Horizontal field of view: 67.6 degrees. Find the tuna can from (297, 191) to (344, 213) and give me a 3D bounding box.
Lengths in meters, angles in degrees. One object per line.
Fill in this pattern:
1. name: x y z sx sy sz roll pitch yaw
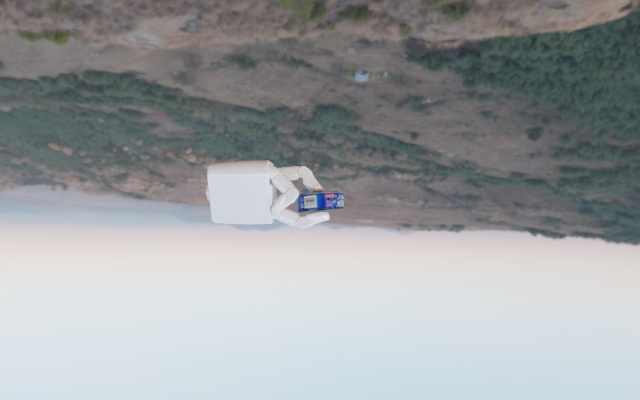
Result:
1. tuna can: 0.000 0.003 0.876 0.086 0.034 0.086 -4 -3 0
